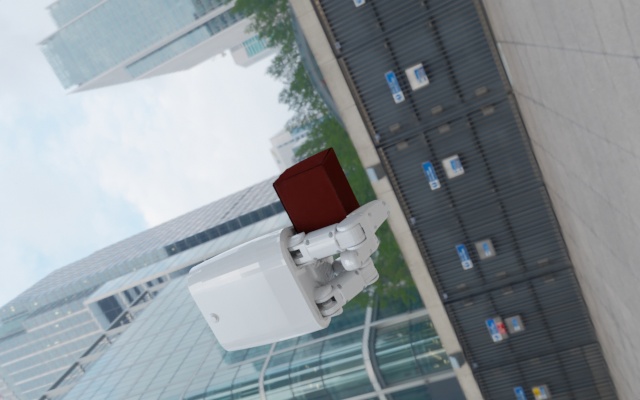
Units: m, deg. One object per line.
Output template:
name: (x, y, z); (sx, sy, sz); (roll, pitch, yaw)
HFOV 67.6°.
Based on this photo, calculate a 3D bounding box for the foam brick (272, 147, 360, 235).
foam brick: (0.000, 0.001, 0.435); (0.051, 0.078, 0.053); (-21, 15, 19)
